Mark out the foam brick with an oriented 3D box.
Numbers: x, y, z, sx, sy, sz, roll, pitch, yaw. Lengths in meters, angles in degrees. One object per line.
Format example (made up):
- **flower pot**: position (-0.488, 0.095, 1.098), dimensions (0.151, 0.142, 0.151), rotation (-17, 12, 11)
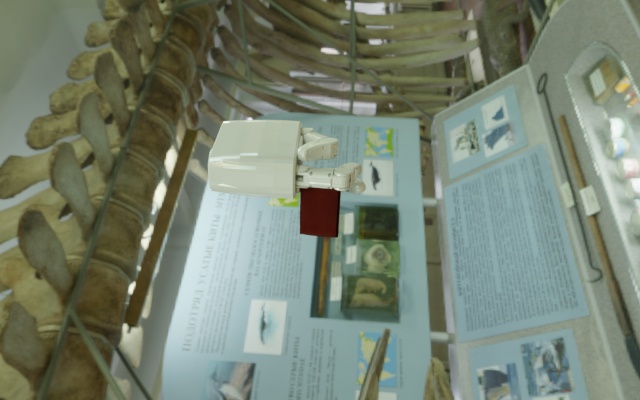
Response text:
- **foam brick**: position (0.000, 0.002, 0.631), dimensions (0.051, 0.078, 0.053), rotation (3, 24, 1)
